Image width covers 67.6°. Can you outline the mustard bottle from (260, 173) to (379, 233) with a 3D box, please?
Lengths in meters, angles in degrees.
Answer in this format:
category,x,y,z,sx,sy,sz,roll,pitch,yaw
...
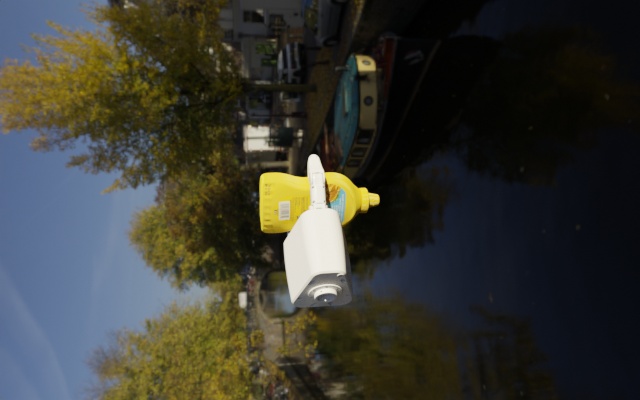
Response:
category,x,y,z,sx,sy,sz,roll,pitch,yaw
mustard bottle,0.000,0.002,0.764,0.191,0.096,0.058,-2,27,-9
